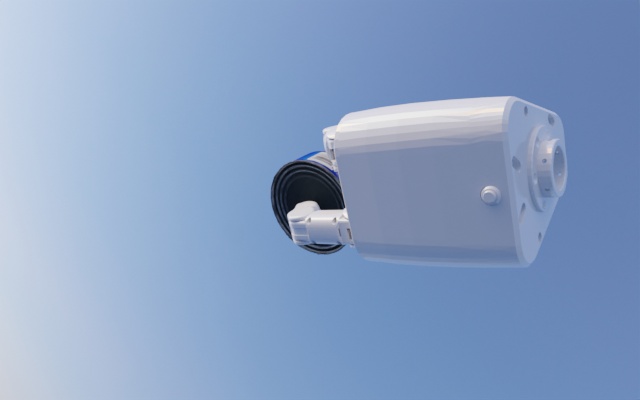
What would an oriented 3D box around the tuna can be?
[{"bbox_3d":[0.000,0.001,0.414,0.086,0.086,0.033,0,21,38],"label":"tuna can"}]
